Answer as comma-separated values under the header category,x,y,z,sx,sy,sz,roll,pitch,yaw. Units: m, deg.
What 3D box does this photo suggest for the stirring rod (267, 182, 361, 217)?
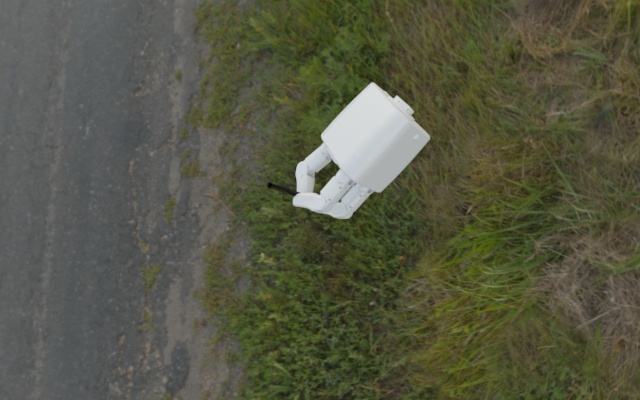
category,x,y,z,sx,sy,sz,roll,pitch,yaw
stirring rod,0.000,0.002,0.725,0.011,0.011,0.239,0,-11,34
